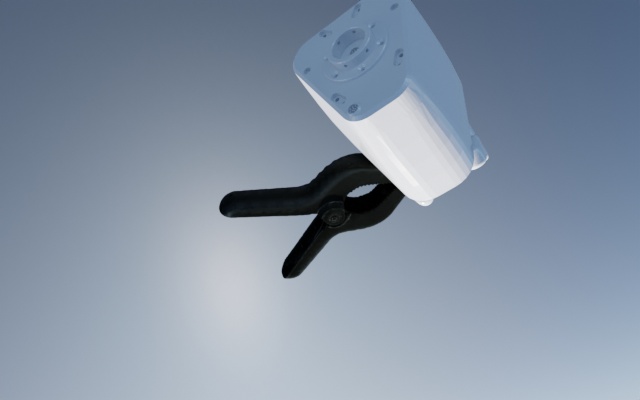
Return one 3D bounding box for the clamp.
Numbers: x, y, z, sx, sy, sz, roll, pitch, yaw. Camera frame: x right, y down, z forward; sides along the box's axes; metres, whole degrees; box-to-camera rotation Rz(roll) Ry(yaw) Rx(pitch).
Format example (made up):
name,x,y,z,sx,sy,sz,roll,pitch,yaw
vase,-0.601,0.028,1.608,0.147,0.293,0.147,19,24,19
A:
name,x,y,z,sx,sy,sz,roll,pitch,yaw
clamp,0.000,0.002,0.424,0.171,0.039,0.120,-35,-46,16
